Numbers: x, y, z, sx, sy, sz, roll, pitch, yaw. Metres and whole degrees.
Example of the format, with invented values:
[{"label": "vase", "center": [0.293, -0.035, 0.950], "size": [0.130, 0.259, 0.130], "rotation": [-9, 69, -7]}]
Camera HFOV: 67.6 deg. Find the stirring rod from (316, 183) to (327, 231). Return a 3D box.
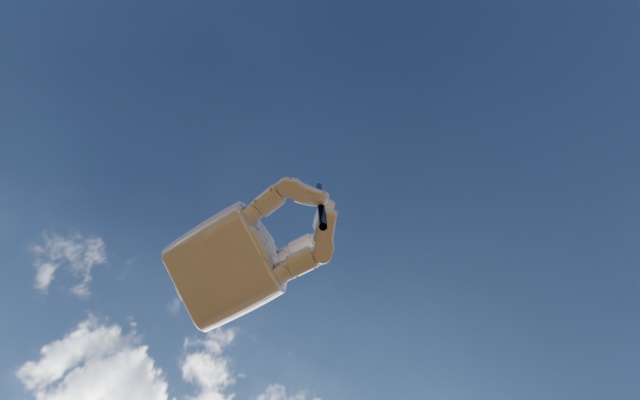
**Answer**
[{"label": "stirring rod", "center": [0.000, 0.002, 0.568], "size": [0.011, 0.011, 0.239], "rotation": [0, 11, -1]}]
